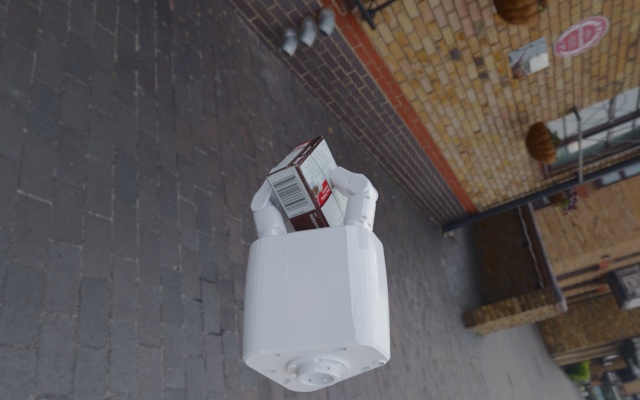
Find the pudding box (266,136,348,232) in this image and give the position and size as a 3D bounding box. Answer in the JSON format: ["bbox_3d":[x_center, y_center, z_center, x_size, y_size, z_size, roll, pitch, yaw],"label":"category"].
[{"bbox_3d":[0.000,0.002,0.488,0.039,0.113,0.090,-19,18,24],"label":"pudding box"}]
